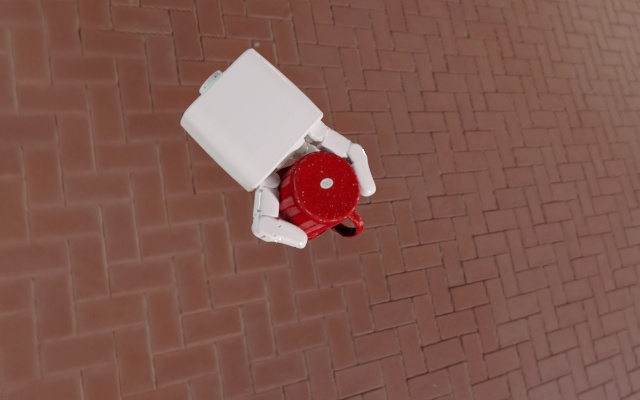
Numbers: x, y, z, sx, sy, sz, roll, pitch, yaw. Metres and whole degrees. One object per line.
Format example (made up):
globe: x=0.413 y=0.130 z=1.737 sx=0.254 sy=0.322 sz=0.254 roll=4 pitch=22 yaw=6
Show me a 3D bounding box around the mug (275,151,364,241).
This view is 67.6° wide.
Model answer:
mug: x=0.001 y=0.003 z=0.537 sx=0.117 sy=0.093 sz=0.081 roll=42 pitch=-26 yaw=-10
